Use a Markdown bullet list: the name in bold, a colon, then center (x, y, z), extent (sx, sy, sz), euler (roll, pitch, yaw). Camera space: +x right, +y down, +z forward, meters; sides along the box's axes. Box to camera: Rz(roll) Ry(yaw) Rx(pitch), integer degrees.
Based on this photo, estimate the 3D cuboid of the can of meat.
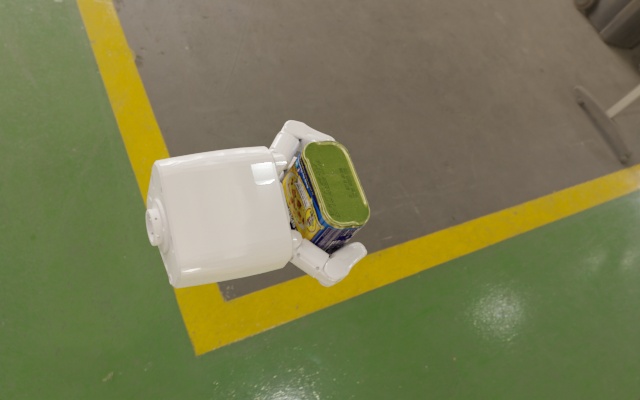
- **can of meat**: center (0.000, 0.002, 0.487), extent (0.057, 0.102, 0.084), euler (-7, -26, -28)
